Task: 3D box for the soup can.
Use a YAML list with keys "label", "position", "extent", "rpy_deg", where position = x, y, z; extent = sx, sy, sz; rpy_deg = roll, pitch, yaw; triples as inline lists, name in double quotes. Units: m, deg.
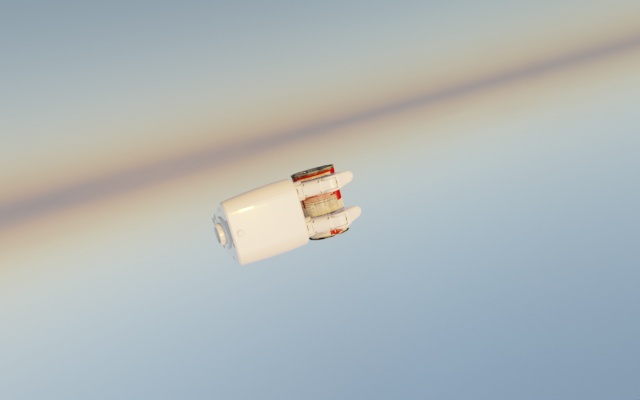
- label: "soup can"
  position: [0.001, 0.003, 0.728]
  extent: [0.068, 0.102, 0.068]
  rpy_deg: [-15, 8, 2]
